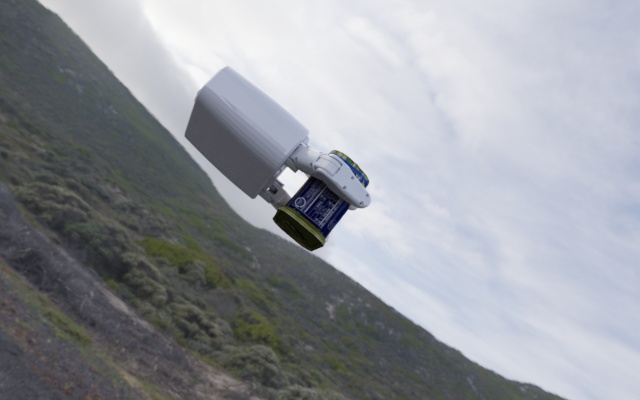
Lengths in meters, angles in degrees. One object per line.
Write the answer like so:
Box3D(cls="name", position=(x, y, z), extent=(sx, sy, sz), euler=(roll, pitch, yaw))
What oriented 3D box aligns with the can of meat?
Box3D(cls="can of meat", position=(0.000, 0.001, 0.503), extent=(0.057, 0.084, 0.102), euler=(40, -15, -1))
